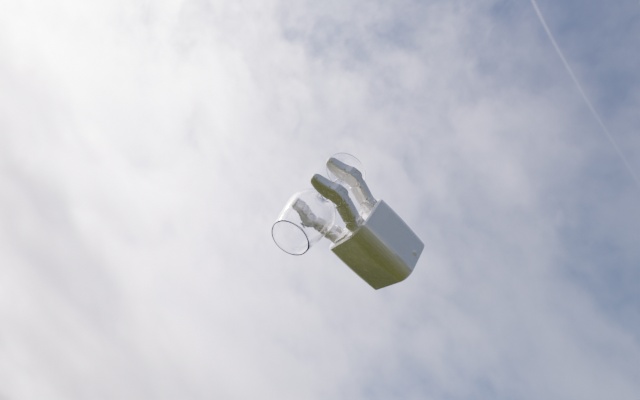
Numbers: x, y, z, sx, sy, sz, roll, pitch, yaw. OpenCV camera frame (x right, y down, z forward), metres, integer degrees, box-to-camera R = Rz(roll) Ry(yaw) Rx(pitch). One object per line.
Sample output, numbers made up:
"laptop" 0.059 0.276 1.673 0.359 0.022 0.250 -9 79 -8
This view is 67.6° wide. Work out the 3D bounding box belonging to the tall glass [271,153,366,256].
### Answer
"tall glass" 0.000 0.002 0.751 0.079 0.079 0.201 0 31 31
